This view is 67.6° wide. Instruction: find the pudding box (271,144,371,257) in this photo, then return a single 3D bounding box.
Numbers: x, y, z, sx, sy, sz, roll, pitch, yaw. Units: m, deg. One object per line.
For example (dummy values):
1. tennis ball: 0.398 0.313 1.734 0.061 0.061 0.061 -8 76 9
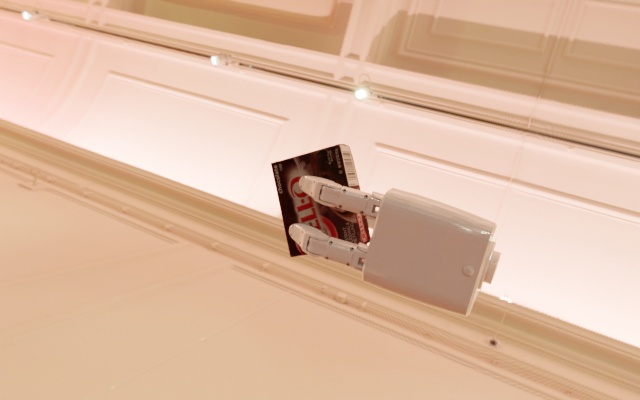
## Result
1. pudding box: 0.000 0.002 0.535 0.090 0.113 0.039 -13 -3 26
